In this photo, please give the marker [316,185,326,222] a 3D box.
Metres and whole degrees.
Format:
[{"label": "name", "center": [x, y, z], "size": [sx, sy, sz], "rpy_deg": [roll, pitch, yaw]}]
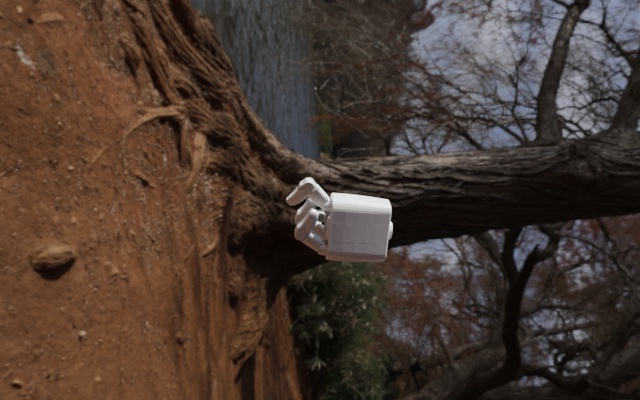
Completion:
[{"label": "marker", "center": [0.000, 0.003, 0.872], "size": [0.020, 0.020, 0.121], "rpy_deg": [0, 27, -1]}]
